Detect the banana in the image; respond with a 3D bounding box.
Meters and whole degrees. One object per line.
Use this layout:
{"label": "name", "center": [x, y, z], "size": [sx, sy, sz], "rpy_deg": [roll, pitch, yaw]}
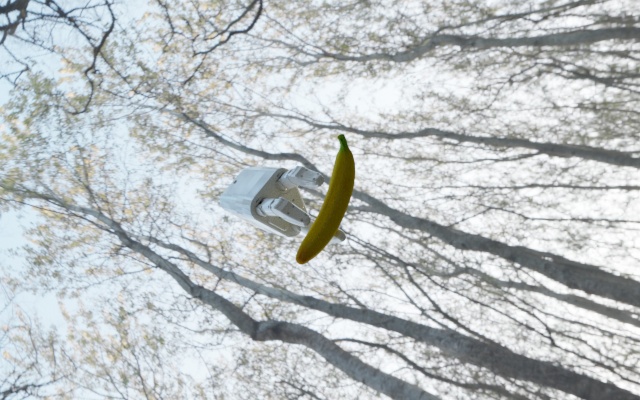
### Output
{"label": "banana", "center": [0.013, 0.004, 0.711], "size": [0.037, 0.198, 0.070], "rpy_deg": [12, -8, 44]}
